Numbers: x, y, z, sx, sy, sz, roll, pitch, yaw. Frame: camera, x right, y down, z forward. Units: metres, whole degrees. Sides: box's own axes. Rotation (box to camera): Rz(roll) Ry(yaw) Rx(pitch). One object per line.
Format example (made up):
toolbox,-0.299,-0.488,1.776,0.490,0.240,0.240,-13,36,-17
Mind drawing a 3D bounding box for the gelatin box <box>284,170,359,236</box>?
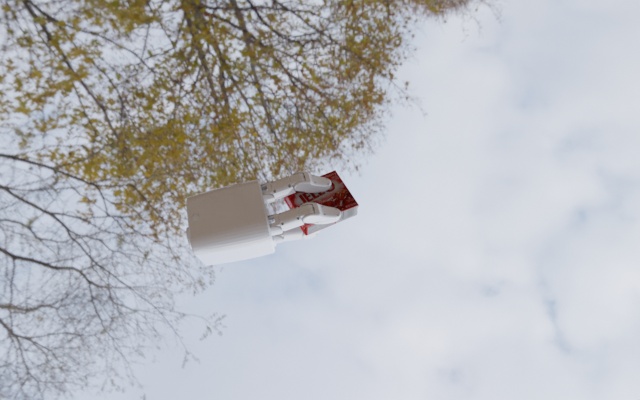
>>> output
gelatin box,0.000,0.002,0.701,0.089,0.073,0.030,-21,-33,-17
